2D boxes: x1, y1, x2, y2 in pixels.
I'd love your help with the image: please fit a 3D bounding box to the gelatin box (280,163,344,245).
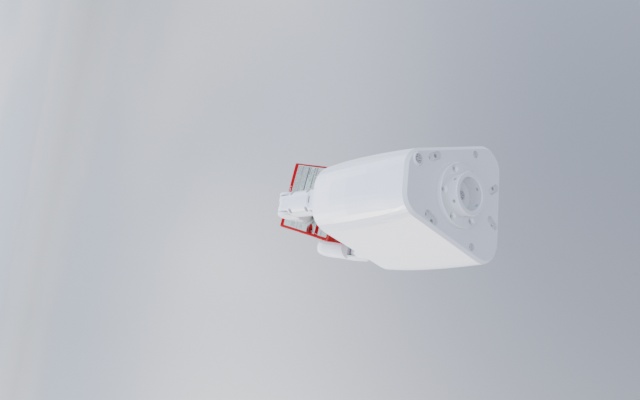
[{"bbox_3d":[0.000,0.002,0.502,0.030,0.073,0.089,14,-1,-38],"label":"gelatin box"}]
